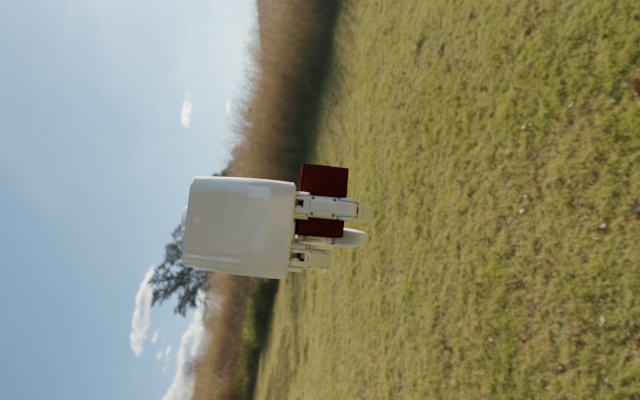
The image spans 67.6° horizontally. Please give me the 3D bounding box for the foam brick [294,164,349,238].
[{"bbox_3d":[0.000,0.001,0.531,0.051,0.078,0.053,6,-6,-5],"label":"foam brick"}]
